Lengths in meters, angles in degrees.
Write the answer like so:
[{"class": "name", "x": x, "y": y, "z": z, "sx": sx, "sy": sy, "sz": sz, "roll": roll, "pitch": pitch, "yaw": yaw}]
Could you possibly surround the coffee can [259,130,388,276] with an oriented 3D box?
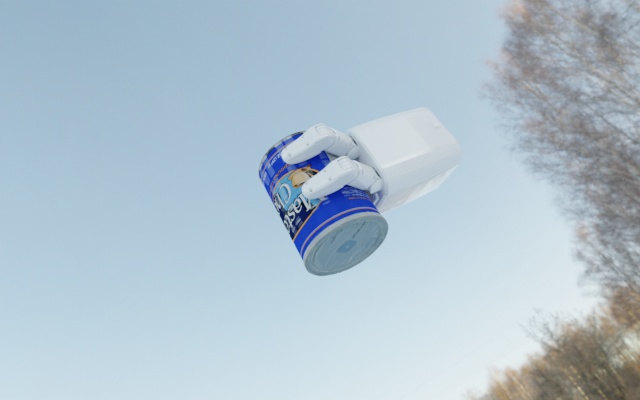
[{"class": "coffee can", "x": 0.000, "y": 0.002, "z": 0.559, "sx": 0.103, "sy": 0.140, "sz": 0.103, "roll": -21, "pitch": -34, "yaw": -15}]
